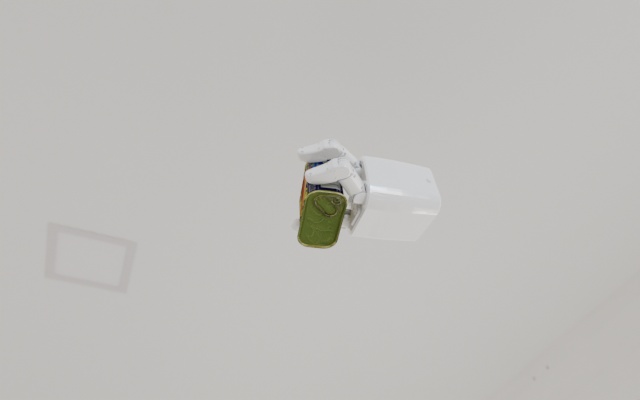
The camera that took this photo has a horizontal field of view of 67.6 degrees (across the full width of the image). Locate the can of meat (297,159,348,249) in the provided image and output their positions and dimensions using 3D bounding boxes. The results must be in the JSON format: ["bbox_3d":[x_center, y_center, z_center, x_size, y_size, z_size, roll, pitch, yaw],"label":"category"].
[{"bbox_3d":[0.000,0.002,0.674,0.057,0.102,0.083,6,39,-8],"label":"can of meat"}]
